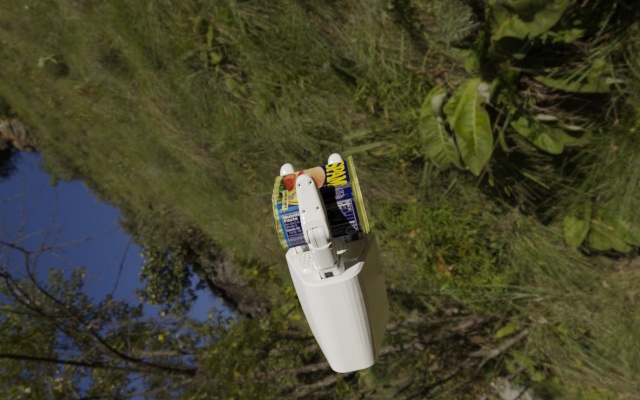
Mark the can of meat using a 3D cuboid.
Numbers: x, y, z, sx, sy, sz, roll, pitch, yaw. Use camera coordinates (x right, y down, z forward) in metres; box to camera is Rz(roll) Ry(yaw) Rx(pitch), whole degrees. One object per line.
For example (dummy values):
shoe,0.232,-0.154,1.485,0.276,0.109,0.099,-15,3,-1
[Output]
can of meat,0.000,0.002,0.478,0.084,0.057,0.102,-14,22,5
